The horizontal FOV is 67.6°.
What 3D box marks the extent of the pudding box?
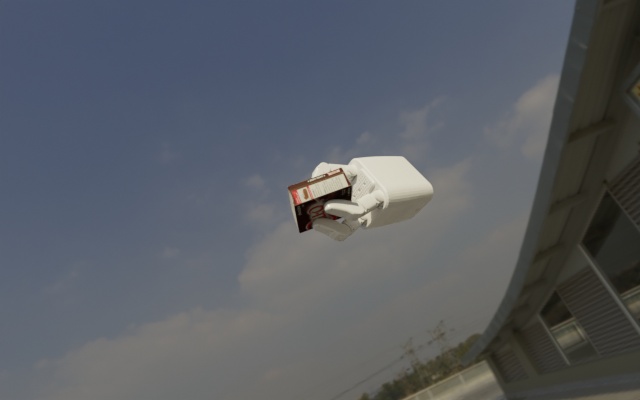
[{"bbox_3d":[0.000,0.002,0.733,0.090,0.039,0.113,-21,-26,-7],"label":"pudding box"}]
